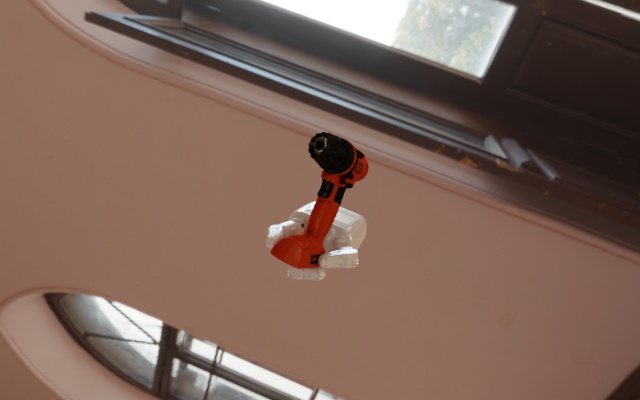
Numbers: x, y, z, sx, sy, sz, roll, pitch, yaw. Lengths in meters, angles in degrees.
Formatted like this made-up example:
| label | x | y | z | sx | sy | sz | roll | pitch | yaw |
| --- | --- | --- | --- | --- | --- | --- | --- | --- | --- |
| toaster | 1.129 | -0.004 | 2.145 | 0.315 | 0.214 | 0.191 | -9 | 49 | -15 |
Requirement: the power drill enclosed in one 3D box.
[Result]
| label | x | y | z | sx | sy | sz | roll | pitch | yaw |
| --- | --- | --- | --- | --- | --- | --- | --- | --- | --- |
| power drill | 0.000 | 0.003 | 0.672 | 0.057 | 0.187 | 0.184 | 28 | 4 | 21 |
